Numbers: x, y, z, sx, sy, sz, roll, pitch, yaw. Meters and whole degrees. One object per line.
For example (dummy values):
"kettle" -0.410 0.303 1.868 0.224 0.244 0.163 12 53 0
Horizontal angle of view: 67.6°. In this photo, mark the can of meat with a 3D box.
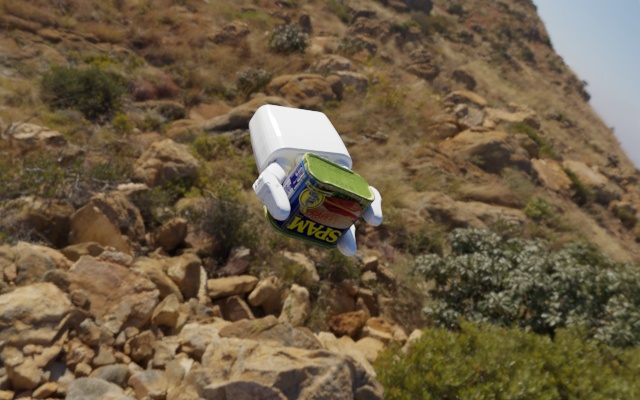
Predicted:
"can of meat" 0.000 0.002 0.552 0.102 0.084 0.057 21 32 -32
